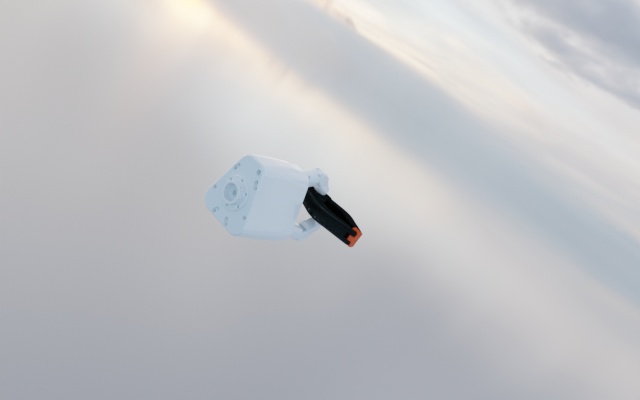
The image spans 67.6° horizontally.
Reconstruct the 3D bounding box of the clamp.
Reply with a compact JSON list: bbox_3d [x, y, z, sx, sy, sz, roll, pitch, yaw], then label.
[{"bbox_3d":[0.001,0.002,0.815,0.210,0.036,0.164,43,16,28],"label":"clamp"}]
